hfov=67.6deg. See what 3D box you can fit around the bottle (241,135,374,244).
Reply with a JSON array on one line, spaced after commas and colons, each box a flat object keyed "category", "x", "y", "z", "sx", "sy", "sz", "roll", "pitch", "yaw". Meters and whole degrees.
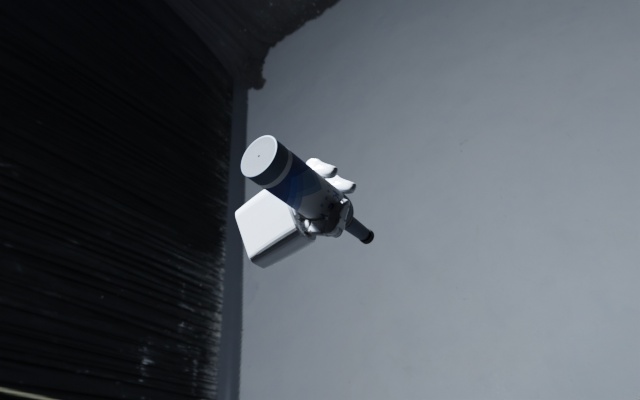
[{"category": "bottle", "x": 0.000, "y": 0.002, "z": 0.756, "sx": 0.069, "sy": 0.069, "sz": 0.296, "roll": 0, "pitch": -26, "yaw": 40}]
